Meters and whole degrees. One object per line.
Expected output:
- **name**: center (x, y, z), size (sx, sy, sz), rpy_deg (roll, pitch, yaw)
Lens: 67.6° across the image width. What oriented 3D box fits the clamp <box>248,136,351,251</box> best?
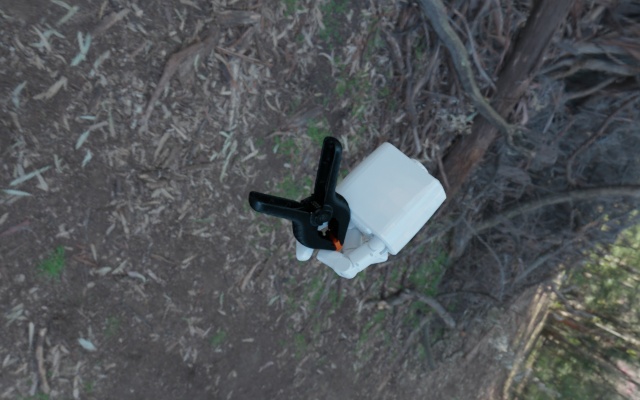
- **clamp**: center (0.000, 0.002, 0.574), size (0.120, 0.039, 0.171), rpy_deg (-37, -37, 3)
